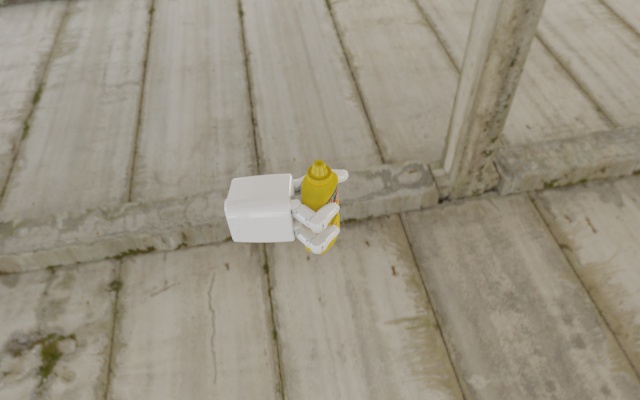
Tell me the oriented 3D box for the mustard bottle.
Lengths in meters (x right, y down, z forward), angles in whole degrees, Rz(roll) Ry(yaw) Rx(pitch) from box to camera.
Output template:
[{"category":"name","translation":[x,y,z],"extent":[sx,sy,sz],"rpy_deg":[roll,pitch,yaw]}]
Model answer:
[{"category":"mustard bottle","translation":[0.000,0.003,0.824],"extent":[0.058,0.096,0.192],"rpy_deg":[16,-38,16]}]
